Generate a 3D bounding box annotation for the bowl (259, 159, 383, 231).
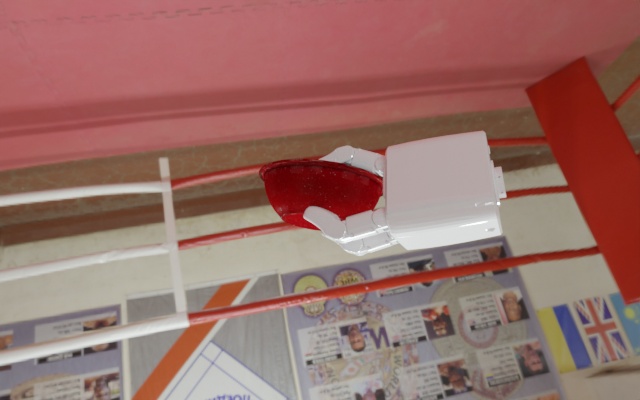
[{"bbox_3d":[-0.001,0.002,0.590,0.162,0.055,0.162,7,-15,2],"label":"bowl"}]
